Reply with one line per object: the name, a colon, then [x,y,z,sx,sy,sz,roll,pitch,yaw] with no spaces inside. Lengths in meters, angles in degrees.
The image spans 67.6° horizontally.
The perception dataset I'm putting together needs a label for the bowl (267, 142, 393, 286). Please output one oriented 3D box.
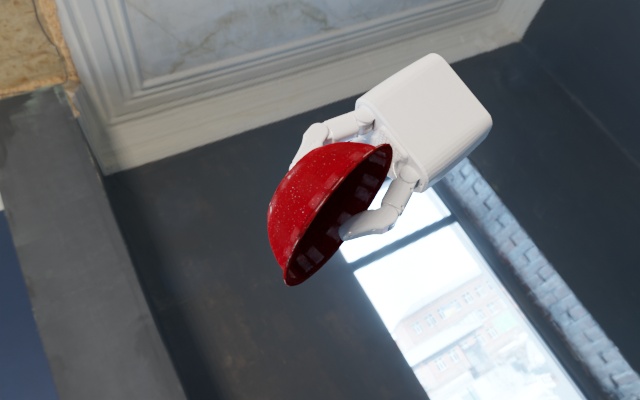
bowl: [-0.001,0.002,0.454,0.055,0.162,0.162,36,11,16]
